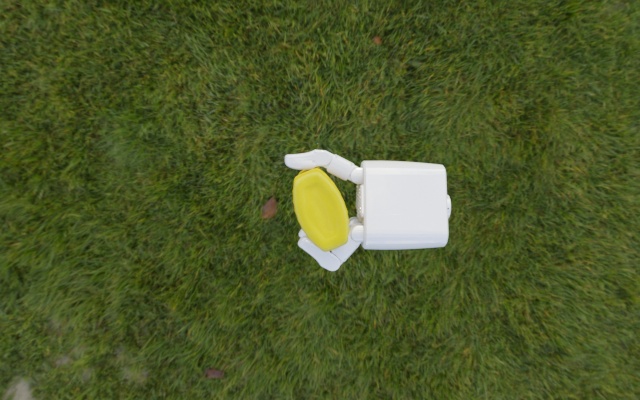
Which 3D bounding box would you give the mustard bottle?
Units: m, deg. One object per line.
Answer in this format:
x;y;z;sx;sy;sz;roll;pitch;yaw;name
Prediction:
0.000;0.002;0.638;0.058;0.096;0.191;-24;6;2;mustard bottle
